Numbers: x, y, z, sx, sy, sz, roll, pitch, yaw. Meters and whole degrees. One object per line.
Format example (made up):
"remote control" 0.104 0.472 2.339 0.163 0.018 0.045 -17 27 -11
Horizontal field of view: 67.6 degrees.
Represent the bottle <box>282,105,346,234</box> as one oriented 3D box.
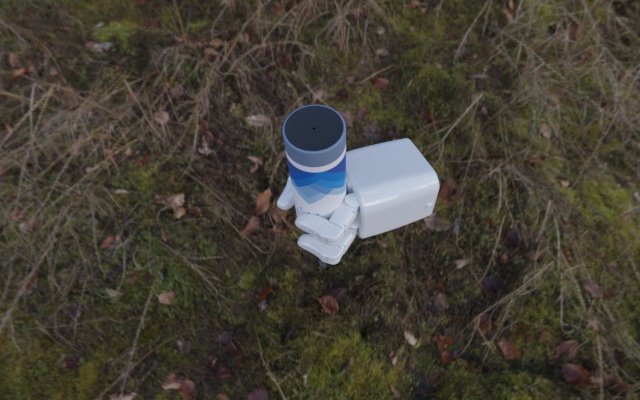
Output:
"bottle" 0.000 0.002 0.621 0.069 0.069 0.296 0 -32 3
